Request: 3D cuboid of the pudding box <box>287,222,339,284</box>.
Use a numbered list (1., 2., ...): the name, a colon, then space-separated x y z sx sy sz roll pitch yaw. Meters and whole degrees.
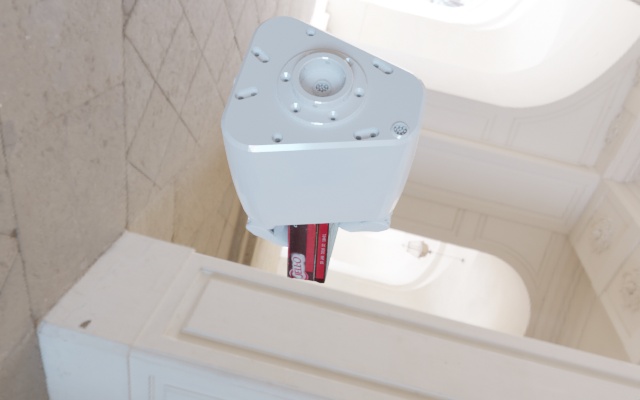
1. pudding box: 0.000 0.001 0.419 0.039 0.090 0.113 12 40 7
